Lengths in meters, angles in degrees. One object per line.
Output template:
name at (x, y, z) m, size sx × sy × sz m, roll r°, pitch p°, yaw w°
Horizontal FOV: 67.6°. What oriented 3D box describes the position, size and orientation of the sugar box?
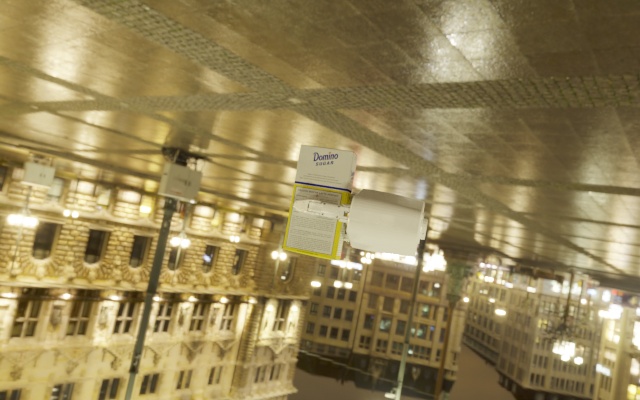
sugar box at (0.000, 0.003, 0.783) m, size 0.093 × 0.176 × 0.048 m, roll 10°, pitch -5°, yaw 15°
